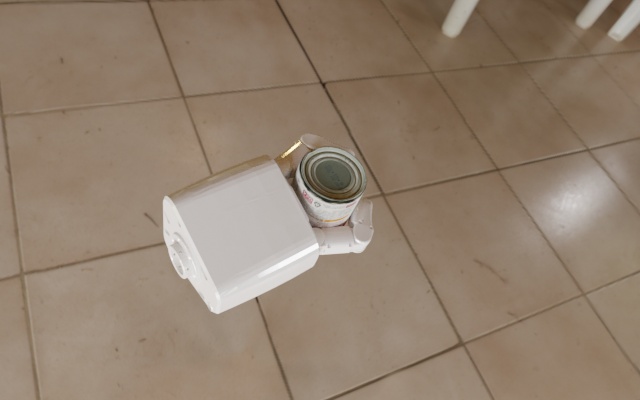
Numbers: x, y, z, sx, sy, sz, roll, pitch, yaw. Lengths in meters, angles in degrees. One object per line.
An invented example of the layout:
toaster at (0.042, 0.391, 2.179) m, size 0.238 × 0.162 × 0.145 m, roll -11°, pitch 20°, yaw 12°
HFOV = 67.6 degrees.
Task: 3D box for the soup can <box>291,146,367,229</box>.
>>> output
soup can at (0.001, 0.001, 0.488) m, size 0.068 × 0.068 × 0.102 m, roll 0°, pitch -33°, yaw -18°
